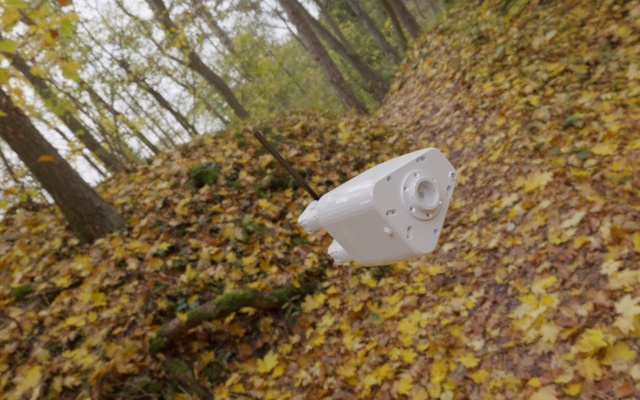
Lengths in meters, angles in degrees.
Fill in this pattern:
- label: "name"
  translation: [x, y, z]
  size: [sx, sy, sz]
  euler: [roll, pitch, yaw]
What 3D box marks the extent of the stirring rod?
- label: "stirring rod"
  translation: [0.000, 0.002, 0.614]
  size: [0.011, 0.239, 0.011]
  euler: [-41, 12, 11]
